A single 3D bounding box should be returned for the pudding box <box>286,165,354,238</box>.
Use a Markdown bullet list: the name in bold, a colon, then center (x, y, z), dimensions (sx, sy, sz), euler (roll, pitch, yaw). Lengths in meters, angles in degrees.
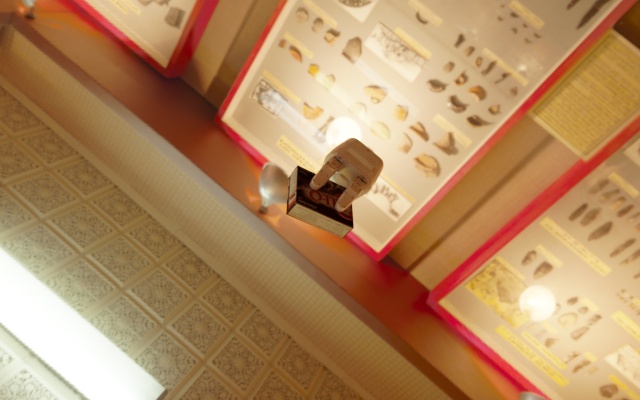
- **pudding box**: center (0.000, 0.003, 0.793), dimensions (0.113, 0.090, 0.039), euler (22, -51, -21)
